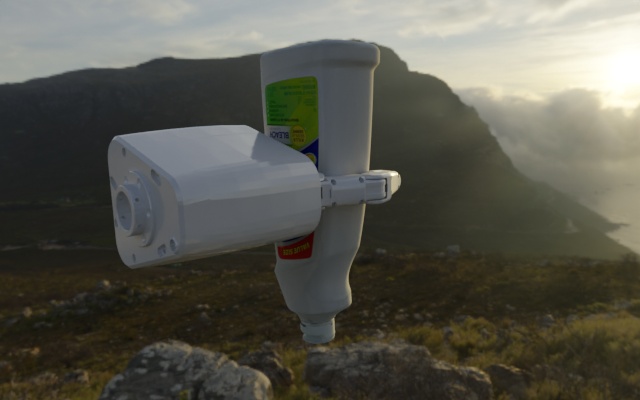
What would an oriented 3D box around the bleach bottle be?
[{"bbox_3d":[0.000,0.001,0.407,0.068,0.251,0.102,-11,13,-42],"label":"bleach bottle"}]
